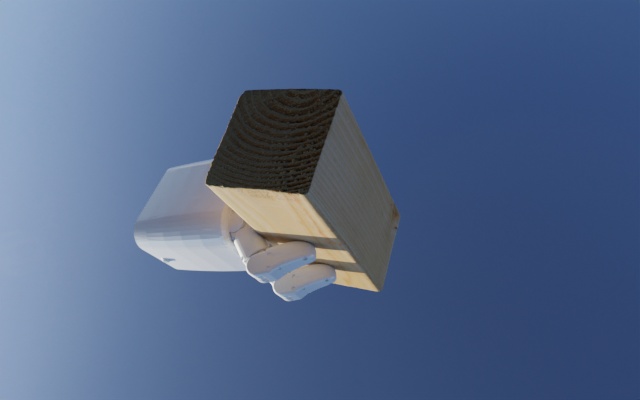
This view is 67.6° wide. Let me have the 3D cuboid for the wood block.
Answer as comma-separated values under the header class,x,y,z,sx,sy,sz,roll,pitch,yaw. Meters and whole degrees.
class,x,y,z,sx,sy,sz,roll,pitch,yaw
wood block,0.000,0.001,0.431,0.090,0.090,0.206,6,-25,25
